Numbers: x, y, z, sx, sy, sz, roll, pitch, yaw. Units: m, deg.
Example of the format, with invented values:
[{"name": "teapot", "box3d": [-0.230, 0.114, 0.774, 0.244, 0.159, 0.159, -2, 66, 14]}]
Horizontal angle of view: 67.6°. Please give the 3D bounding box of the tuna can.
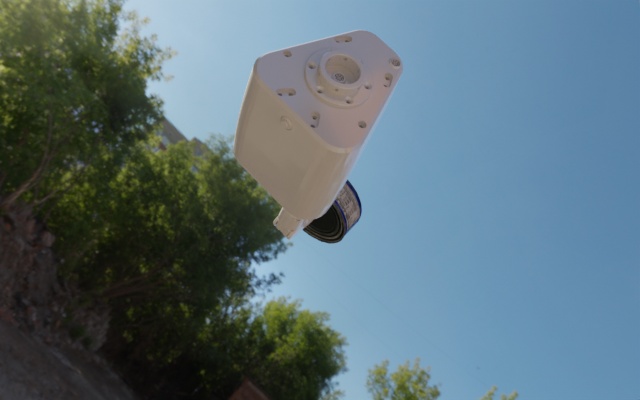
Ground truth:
[{"name": "tuna can", "box3d": [0.000, 0.001, 0.496, 0.086, 0.086, 0.033, 0, 36, 50]}]
